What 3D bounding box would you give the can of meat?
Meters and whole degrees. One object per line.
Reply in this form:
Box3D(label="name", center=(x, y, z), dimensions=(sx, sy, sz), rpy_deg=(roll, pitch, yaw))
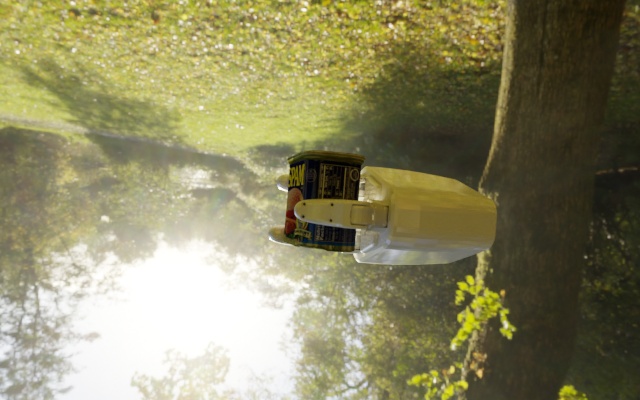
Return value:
Box3D(label="can of meat", center=(0.000, 0.002, 0.446), dimensions=(0.057, 0.084, 0.102), rpy_deg=(5, -1, -15))
